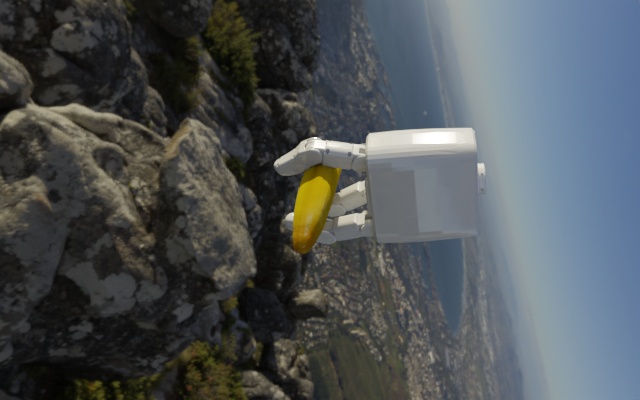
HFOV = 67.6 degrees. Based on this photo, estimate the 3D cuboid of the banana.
[{"bbox_3d":[0.001,-0.017,0.519,0.037,0.070,0.197,6,24,6],"label":"banana"}]
